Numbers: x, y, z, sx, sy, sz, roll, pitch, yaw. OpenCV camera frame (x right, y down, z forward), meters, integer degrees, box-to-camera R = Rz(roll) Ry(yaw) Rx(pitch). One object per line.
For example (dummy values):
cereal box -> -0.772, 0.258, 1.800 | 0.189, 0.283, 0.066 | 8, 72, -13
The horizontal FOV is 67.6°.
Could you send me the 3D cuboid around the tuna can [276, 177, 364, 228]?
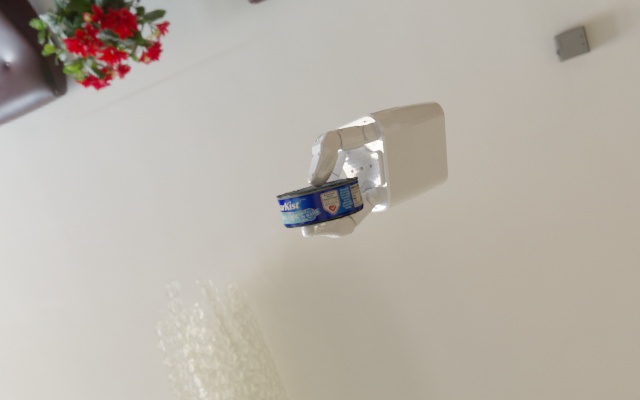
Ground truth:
tuna can -> 0.000, 0.002, 0.487 | 0.086, 0.034, 0.086 | -13, 5, 1
